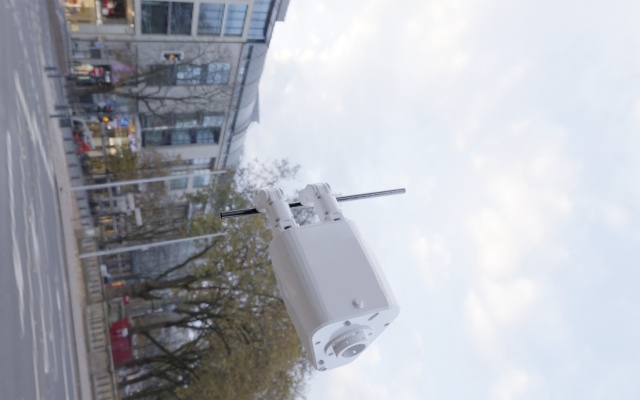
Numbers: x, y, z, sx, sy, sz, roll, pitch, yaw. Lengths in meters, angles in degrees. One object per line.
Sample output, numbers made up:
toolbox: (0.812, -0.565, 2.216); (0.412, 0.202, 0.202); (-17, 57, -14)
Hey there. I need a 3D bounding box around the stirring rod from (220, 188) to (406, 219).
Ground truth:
stirring rod: (0.000, 0.002, 0.573); (0.239, 0.011, 0.011); (-8, 3, -24)
